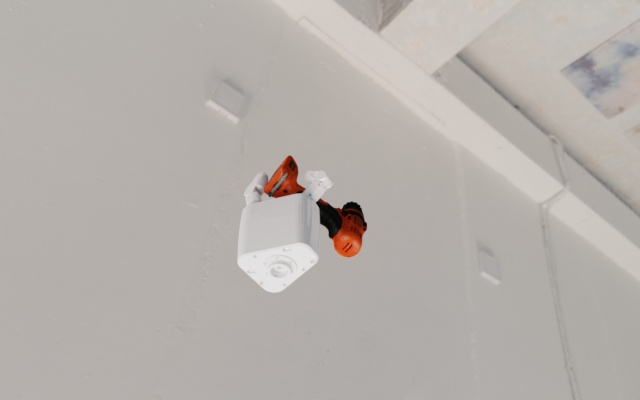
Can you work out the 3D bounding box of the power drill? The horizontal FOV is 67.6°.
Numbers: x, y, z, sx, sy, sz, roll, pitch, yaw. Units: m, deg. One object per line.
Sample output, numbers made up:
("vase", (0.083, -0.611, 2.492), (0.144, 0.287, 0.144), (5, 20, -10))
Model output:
("power drill", (0.000, 0.003, 0.827), (0.187, 0.057, 0.184), (37, 17, -7))
